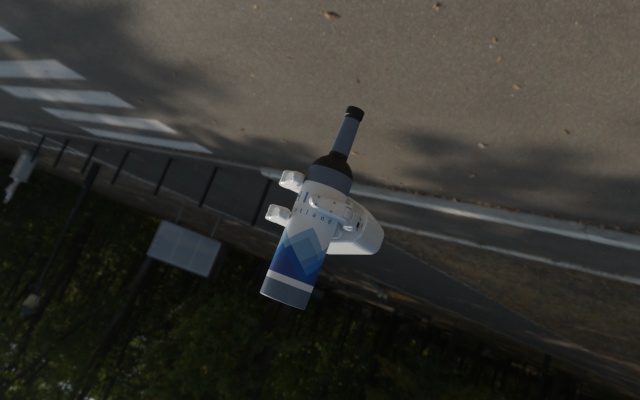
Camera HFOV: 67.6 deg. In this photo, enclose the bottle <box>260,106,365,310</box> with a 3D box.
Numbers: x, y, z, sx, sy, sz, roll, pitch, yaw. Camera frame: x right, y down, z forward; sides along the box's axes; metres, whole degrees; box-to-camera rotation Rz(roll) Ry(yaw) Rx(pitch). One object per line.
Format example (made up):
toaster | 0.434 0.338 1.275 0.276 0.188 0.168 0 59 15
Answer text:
bottle | 0.000 0.002 0.677 0.069 0.295 0.069 20 -10 4
